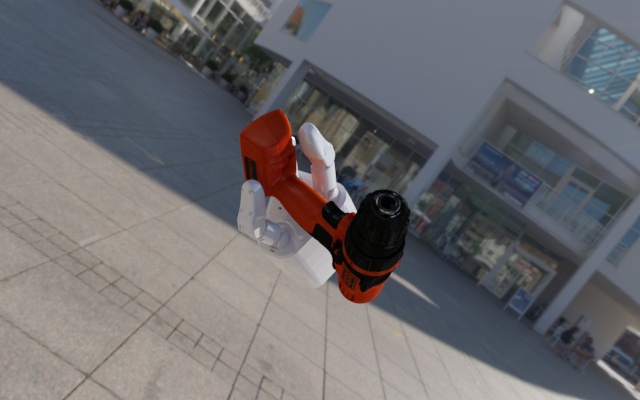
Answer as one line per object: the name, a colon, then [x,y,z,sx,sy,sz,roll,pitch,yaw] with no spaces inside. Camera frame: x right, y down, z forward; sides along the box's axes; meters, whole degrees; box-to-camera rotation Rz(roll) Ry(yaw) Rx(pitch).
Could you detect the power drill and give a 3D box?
power drill: [0.000,0.001,0.449,0.057,0.187,0.184,-34,-23,-22]
